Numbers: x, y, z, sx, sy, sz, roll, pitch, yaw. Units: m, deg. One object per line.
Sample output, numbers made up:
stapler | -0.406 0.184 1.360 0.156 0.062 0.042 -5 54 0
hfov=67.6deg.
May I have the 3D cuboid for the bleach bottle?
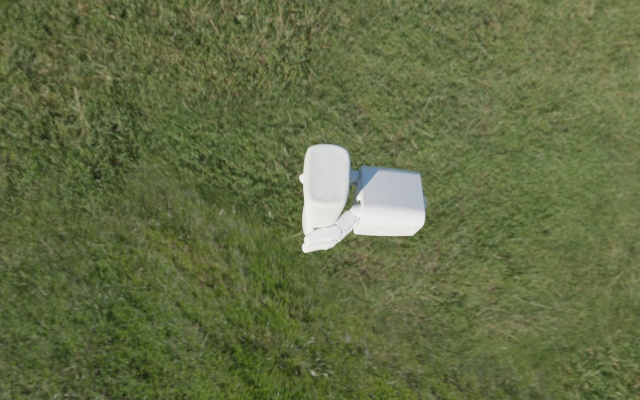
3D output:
bleach bottle | 0.000 0.003 0.798 0.068 0.102 0.251 4 -18 -4
